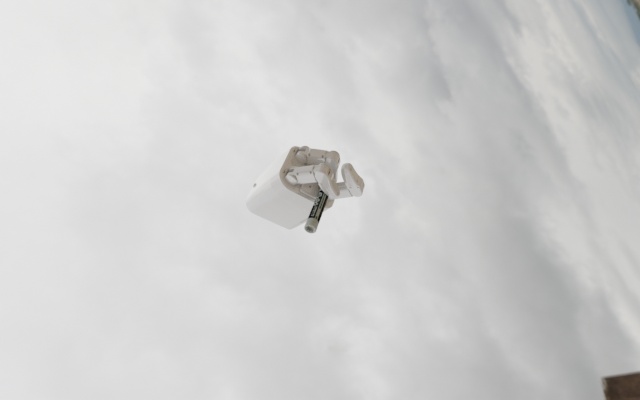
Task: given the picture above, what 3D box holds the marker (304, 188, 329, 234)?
[{"bbox_3d":[0.000,0.002,0.741,0.020,0.020,0.121,0,42,20],"label":"marker"}]
